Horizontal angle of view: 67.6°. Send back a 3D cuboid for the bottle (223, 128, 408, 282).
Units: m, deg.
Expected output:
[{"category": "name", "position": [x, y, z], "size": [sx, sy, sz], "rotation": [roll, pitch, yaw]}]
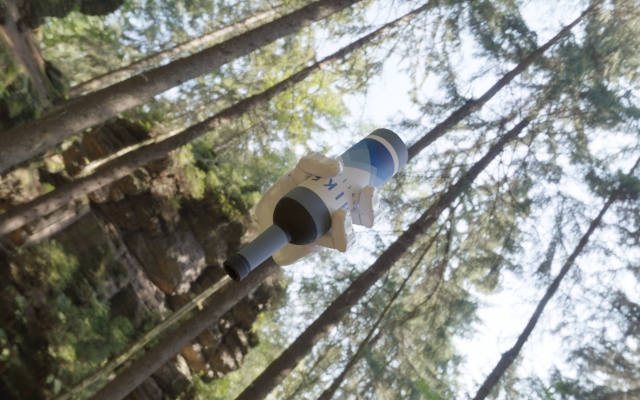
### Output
[{"category": "bottle", "position": [0.000, 0.002, 0.594], "size": [0.295, 0.069, 0.069], "rotation": [-38, 24, -34]}]
